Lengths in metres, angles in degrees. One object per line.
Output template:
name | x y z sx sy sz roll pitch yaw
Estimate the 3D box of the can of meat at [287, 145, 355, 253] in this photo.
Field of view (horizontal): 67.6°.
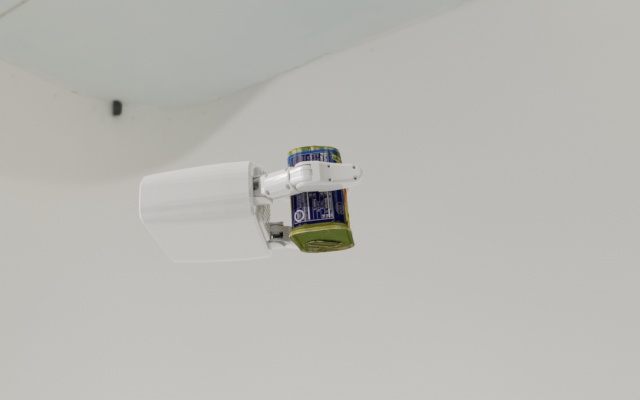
can of meat | 0.000 0.001 0.479 0.057 0.084 0.102 -7 -17 5
